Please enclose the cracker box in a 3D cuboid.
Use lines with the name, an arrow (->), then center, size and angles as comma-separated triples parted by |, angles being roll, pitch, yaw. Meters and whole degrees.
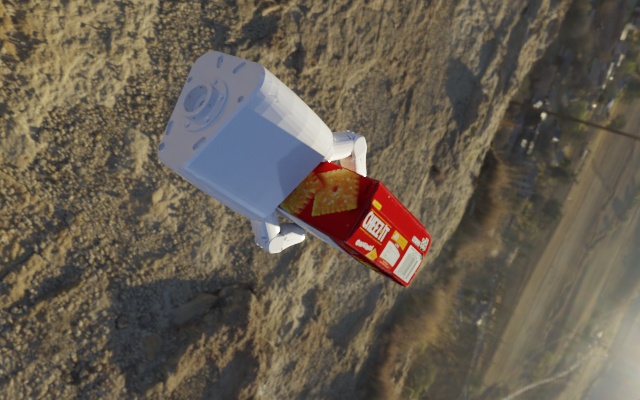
cracker box -> 0.000, 0.002, 0.533 | 0.213, 0.072, 0.164 | 27, -7, 38
